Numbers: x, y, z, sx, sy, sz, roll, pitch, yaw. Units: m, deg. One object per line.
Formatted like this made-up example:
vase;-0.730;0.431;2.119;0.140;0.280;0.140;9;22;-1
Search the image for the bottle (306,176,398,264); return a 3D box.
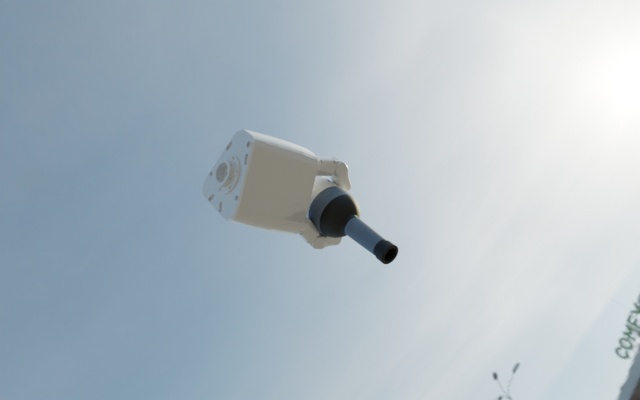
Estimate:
bottle;0.000;0.002;0.680;0.069;0.069;0.295;0;26;-40
